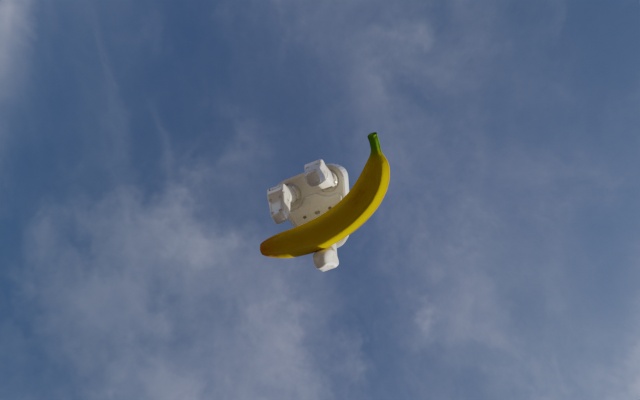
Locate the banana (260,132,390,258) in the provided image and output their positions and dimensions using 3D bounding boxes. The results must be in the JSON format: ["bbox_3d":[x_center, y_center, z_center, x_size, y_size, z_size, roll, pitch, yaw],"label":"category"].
[{"bbox_3d":[0.016,0.012,0.559,0.069,0.198,0.037,44,12,-3],"label":"banana"}]
